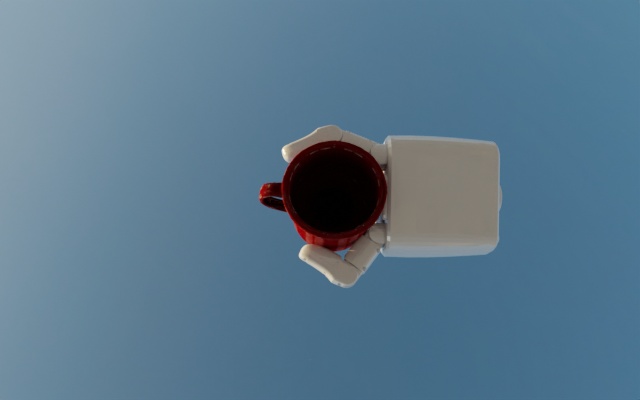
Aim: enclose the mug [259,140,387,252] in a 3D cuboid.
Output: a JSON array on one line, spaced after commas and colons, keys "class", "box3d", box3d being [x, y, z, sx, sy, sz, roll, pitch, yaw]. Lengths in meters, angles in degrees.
[{"class": "mug", "box3d": [-0.001, 0.002, 0.457, 0.117, 0.093, 0.081, 2, -18, 0]}]
